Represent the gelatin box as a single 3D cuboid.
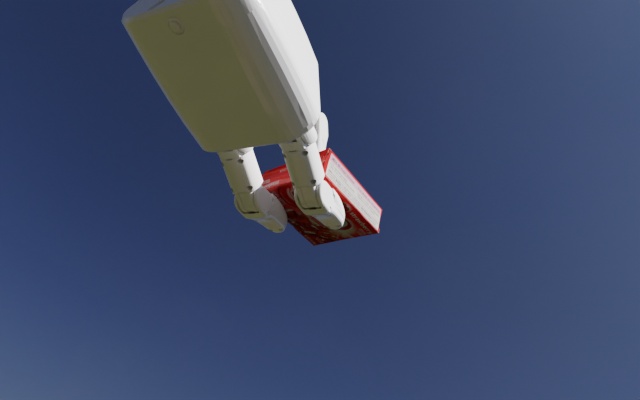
[{"bbox_3d":[0.000,0.001,0.419,0.073,0.030,0.089,-15,-45,35],"label":"gelatin box"}]
